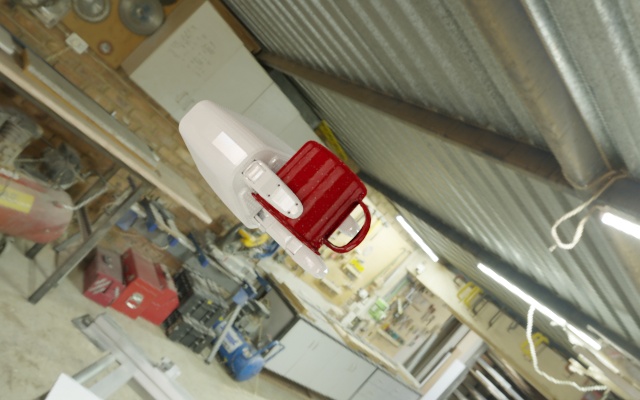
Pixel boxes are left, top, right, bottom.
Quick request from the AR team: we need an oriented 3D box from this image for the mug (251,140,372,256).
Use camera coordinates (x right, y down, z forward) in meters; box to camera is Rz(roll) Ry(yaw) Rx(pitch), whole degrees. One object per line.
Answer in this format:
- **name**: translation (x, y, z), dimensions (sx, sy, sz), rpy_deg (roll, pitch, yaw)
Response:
- **mug**: translation (0.001, 0.002, 0.471), dimensions (0.117, 0.081, 0.093), rpy_deg (41, -3, 27)
